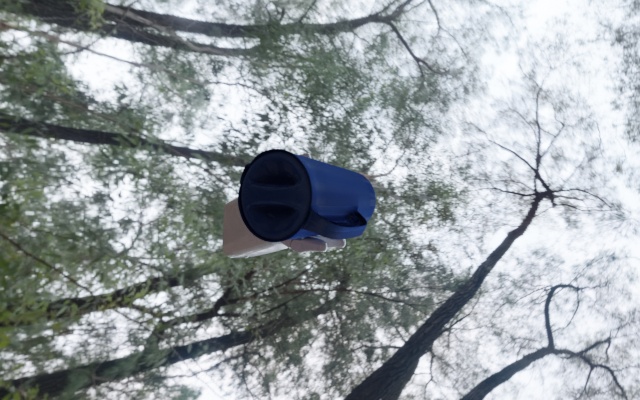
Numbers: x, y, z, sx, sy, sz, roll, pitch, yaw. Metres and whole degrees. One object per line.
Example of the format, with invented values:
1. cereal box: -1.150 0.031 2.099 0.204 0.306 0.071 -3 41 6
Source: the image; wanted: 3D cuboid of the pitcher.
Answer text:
1. pitcher: 0.000 0.003 0.769 0.145 0.149 0.243 -20 -12 30
